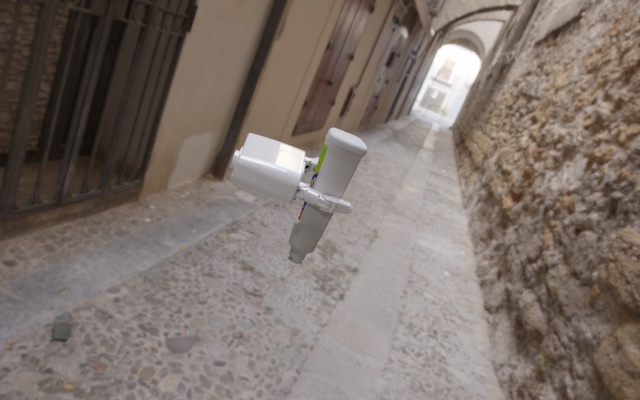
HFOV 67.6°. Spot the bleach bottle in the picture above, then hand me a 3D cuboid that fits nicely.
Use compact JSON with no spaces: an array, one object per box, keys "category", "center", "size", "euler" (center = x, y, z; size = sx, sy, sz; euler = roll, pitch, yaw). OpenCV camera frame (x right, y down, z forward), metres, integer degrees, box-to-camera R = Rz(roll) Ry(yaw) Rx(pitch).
[{"category":"bleach bottle","center":[0.000,0.003,0.842],"size":[0.068,0.251,0.102],"euler":[20,17,-9]}]
